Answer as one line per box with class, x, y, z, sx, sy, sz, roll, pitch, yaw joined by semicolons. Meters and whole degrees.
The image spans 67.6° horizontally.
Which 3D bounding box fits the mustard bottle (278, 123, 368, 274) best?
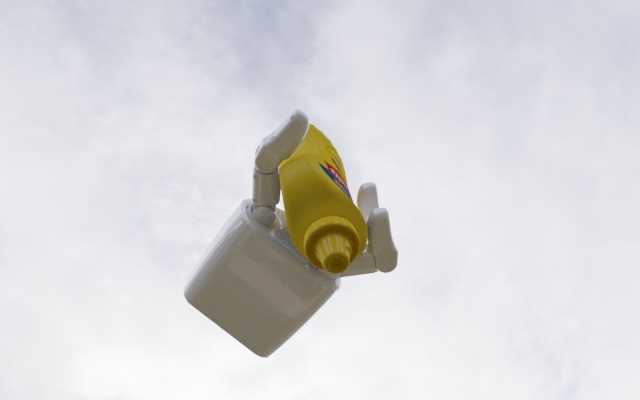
mustard bottle;0.000;0.001;0.411;0.058;0.096;0.191;-27;26;7
